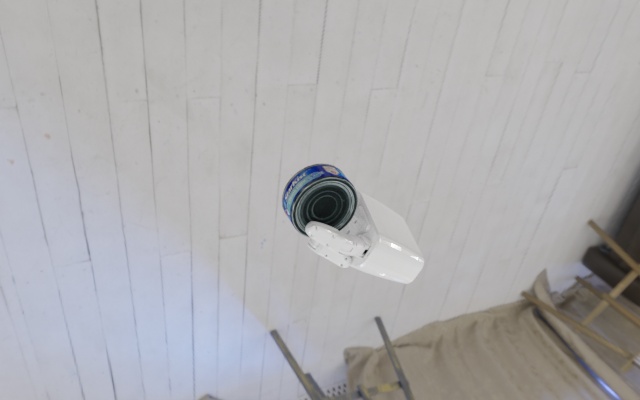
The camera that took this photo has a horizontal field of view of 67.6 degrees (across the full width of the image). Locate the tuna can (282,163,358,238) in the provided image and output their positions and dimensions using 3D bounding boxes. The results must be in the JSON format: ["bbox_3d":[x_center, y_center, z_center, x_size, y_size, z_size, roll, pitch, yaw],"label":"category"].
[{"bbox_3d":[0.000,0.002,0.563,0.086,0.086,0.033,0,30,-25],"label":"tuna can"}]
